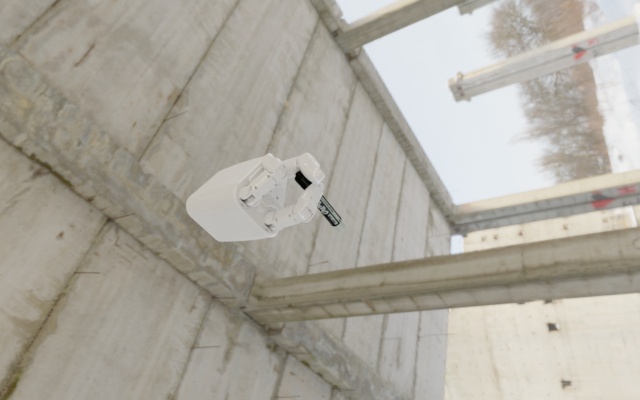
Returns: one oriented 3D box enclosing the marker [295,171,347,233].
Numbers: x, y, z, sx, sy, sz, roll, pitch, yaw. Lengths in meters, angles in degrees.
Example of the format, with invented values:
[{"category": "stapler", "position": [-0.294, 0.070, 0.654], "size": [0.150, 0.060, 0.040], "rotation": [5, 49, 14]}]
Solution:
[{"category": "marker", "position": [0.000, 0.002, 0.684], "size": [0.020, 0.020, 0.121], "rotation": [0, -41, 43]}]
